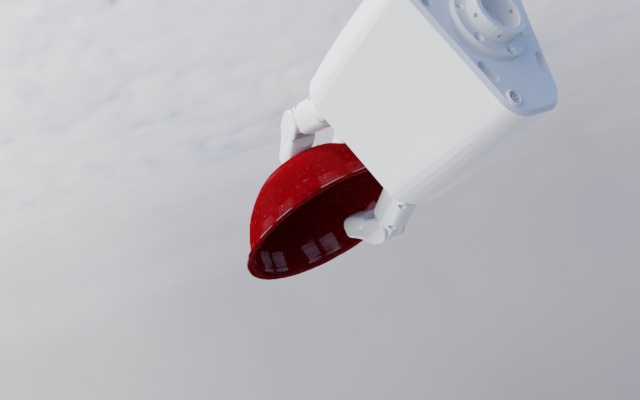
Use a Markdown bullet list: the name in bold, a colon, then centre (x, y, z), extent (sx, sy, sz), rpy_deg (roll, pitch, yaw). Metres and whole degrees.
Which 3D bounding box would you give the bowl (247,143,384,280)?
- **bowl**: centre (-0.001, 0.002, 0.411), extent (0.162, 0.055, 0.162), rpy_deg (-27, -24, -13)
